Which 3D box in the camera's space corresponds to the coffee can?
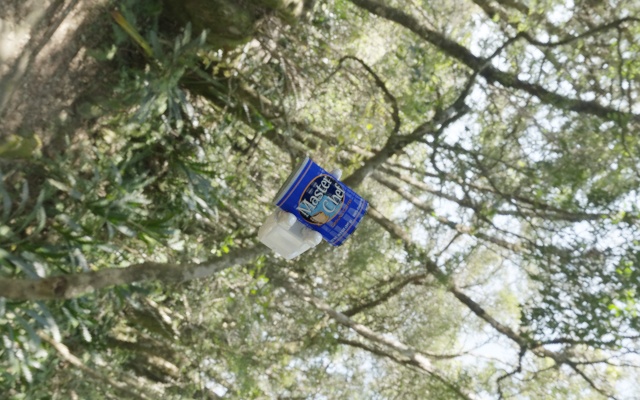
[{"bbox_3d":[0.000,0.003,0.848,0.140,0.103,0.103,36,-6,-8],"label":"coffee can"}]
